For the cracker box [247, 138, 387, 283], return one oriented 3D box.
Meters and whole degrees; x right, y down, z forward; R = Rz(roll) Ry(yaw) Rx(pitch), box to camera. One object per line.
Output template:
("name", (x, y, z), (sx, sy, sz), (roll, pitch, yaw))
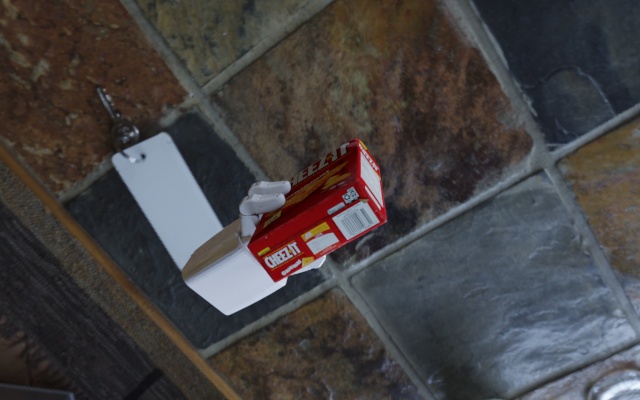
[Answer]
("cracker box", (0.000, 0.002, 0.663), (0.164, 0.072, 0.213), (-31, 16, 15))
